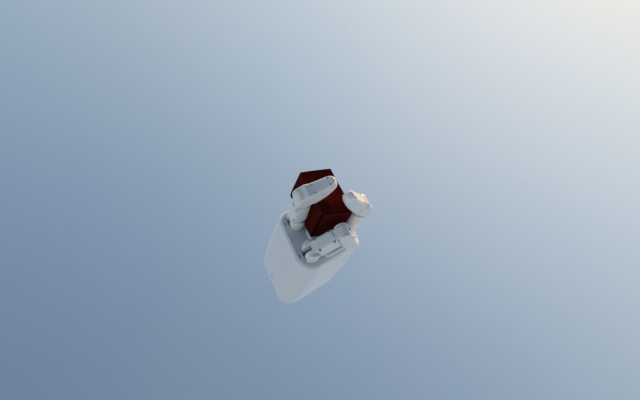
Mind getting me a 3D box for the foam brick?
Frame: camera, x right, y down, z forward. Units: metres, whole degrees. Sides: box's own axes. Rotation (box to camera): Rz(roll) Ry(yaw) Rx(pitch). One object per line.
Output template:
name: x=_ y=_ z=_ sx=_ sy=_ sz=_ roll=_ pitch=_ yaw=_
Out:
foam brick: x=0.000 y=0.002 z=0.667 sx=0.053 sy=0.078 sz=0.051 roll=-7 pitch=-36 yaw=-30
